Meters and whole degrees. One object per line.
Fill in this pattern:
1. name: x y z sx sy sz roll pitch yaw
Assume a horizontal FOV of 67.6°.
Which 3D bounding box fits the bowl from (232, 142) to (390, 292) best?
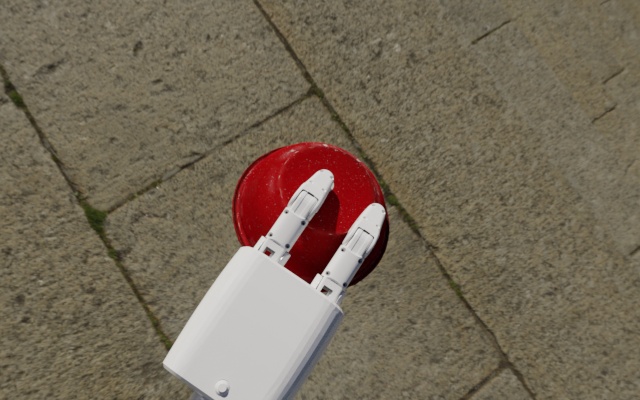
1. bowl: 0.001 0.000 0.454 0.162 0.162 0.055 0 -27 -18
